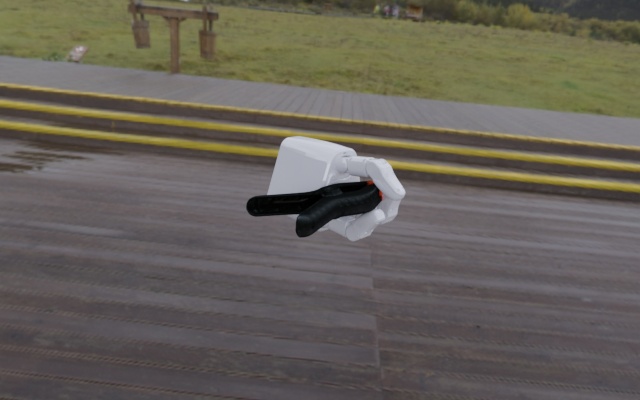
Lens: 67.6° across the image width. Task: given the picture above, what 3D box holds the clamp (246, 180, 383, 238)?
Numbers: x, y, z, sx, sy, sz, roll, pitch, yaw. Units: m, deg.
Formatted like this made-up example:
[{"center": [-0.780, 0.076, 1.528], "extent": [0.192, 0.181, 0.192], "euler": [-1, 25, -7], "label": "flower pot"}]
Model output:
[{"center": [0.000, 0.001, 0.574], "extent": [0.171, 0.039, 0.120], "euler": [-14, 25, -43], "label": "clamp"}]
